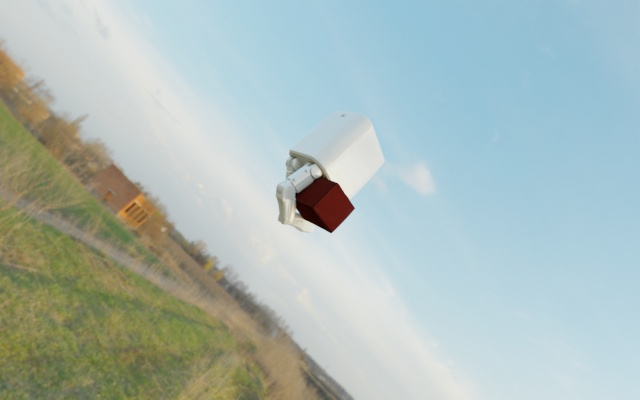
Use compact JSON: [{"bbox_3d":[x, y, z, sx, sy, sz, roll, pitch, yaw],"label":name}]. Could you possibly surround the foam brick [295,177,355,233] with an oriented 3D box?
[{"bbox_3d":[0.000,0.002,0.674,0.051,0.053,0.078,-43,31,-15],"label":"foam brick"}]
